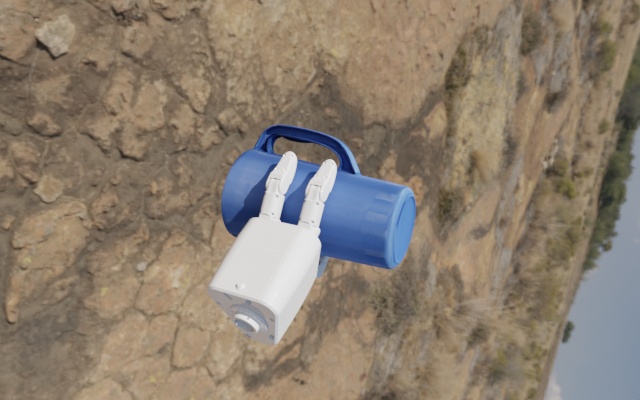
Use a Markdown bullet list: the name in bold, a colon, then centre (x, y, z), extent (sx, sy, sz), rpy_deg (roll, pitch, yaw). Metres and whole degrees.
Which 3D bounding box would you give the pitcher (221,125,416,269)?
- **pitcher**: centre (0.000, 0.002, 0.646), extent (0.243, 0.145, 0.149), rpy_deg (12, -40, 23)
